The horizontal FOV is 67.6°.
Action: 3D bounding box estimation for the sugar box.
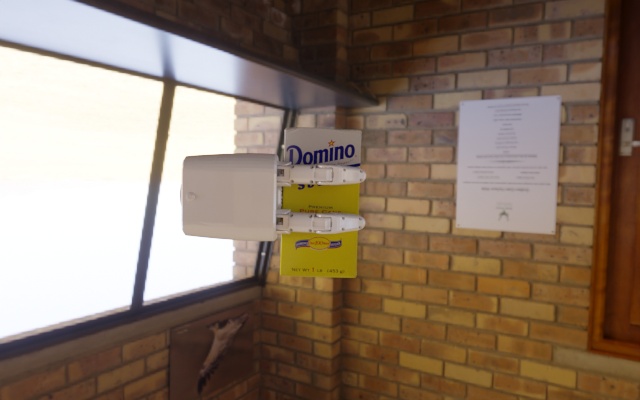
[{"bbox_3d":[0.000,0.002,0.577,0.093,0.176,0.048,1,3,-2],"label":"sugar box"}]
